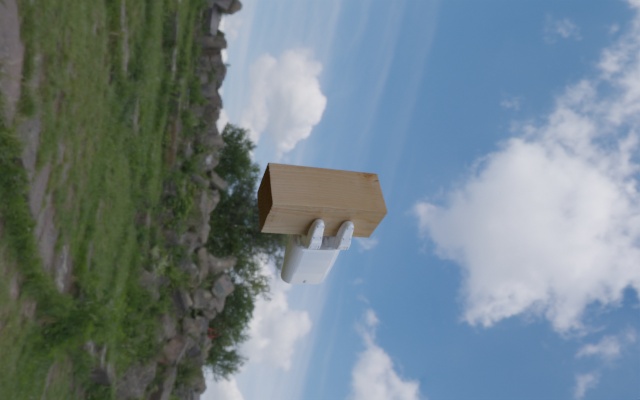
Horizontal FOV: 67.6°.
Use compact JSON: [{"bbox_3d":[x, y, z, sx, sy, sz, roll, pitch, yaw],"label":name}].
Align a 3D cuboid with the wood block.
[{"bbox_3d":[0.000,0.003,0.849,0.206,0.090,0.090,4,-38,-20],"label":"wood block"}]
